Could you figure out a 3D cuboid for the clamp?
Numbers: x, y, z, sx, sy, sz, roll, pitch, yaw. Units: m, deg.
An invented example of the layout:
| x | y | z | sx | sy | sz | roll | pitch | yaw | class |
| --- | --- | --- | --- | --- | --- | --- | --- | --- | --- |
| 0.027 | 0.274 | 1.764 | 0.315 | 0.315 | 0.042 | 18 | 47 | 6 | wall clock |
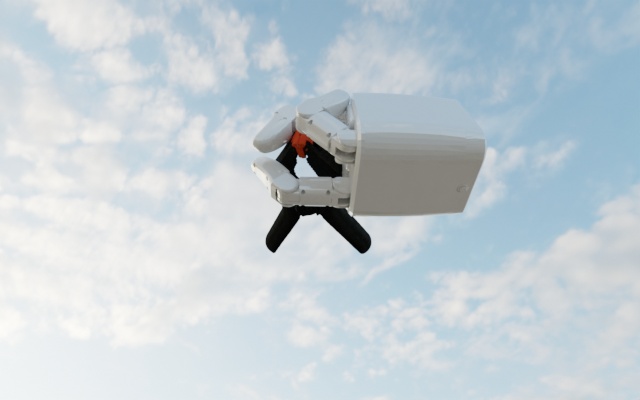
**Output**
| x | y | z | sx | sy | sz | roll | pitch | yaw | class |
| --- | --- | --- | --- | --- | --- | --- | --- | --- | --- |
| 0.000 | 0.001 | 0.497 | 0.120 | 0.039 | 0.172 | 1 | -42 | -2 | clamp |
